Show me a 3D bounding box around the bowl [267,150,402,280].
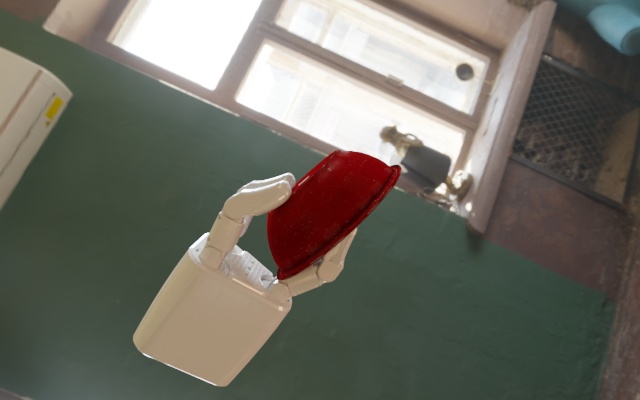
[{"bbox_3d":[0.001,0.000,0.464,0.162,0.055,0.162,-41,6,6],"label":"bowl"}]
